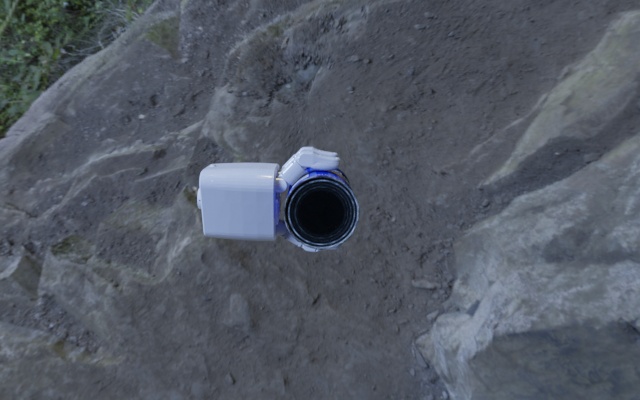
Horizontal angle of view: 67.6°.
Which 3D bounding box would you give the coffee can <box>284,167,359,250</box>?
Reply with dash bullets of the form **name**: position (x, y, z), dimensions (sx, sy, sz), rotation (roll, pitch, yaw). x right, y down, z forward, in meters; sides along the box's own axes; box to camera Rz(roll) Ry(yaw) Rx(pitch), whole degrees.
- **coffee can**: position (0.000, 0.002, 0.707), dimensions (0.103, 0.103, 0.140), rotation (0, 12, -1)
